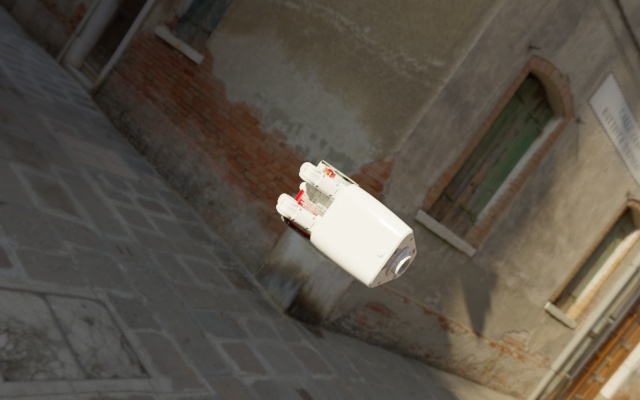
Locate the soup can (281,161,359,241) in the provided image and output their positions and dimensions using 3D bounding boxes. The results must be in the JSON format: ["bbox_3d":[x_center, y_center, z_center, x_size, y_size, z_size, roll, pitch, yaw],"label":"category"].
[{"bbox_3d":[0.000,0.002,0.687,0.068,0.102,0.068,35,5,-4],"label":"soup can"}]
